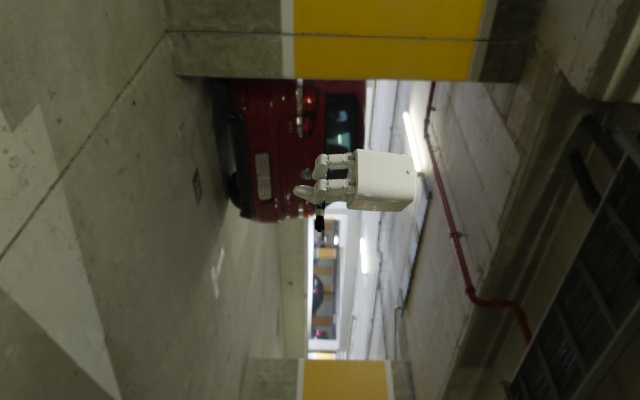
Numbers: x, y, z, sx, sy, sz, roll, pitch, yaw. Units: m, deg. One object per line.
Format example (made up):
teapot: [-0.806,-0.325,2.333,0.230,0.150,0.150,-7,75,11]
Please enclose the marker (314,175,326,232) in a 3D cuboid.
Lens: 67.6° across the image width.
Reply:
marker: [0.000,0.003,0.872,0.020,0.121,0.020,1,-31,1]
